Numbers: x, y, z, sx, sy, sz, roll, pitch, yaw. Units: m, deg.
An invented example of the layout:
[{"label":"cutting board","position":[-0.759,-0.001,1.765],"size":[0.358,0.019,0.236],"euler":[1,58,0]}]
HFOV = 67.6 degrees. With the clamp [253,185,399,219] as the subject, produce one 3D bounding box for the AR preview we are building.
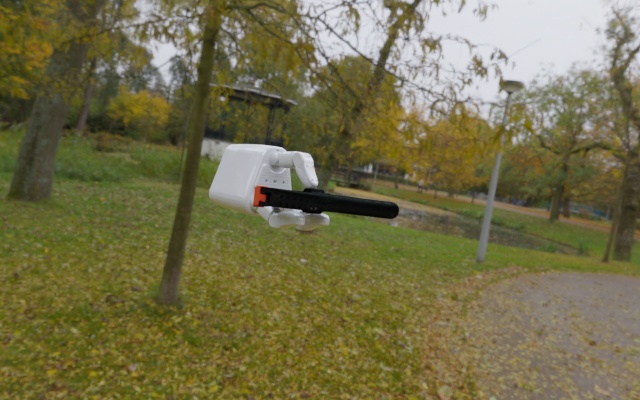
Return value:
[{"label":"clamp","position":[0.000,0.001,0.689],"size":[0.164,0.036,0.210],"euler":[7,1,42]}]
